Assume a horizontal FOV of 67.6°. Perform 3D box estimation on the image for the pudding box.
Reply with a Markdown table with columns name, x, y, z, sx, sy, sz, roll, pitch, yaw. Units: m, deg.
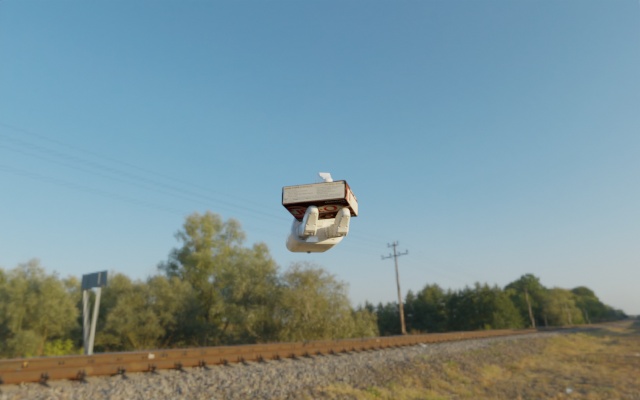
| name | x | y | z | sx | sy | sz | roll | pitch | yaw |
| --- | --- | --- | --- | --- | --- | --- | --- | --- | --- |
| pudding box | 0.000 | 0.003 | 0.815 | 0.113 | 0.039 | 0.090 | -8 | -22 | 14 |
